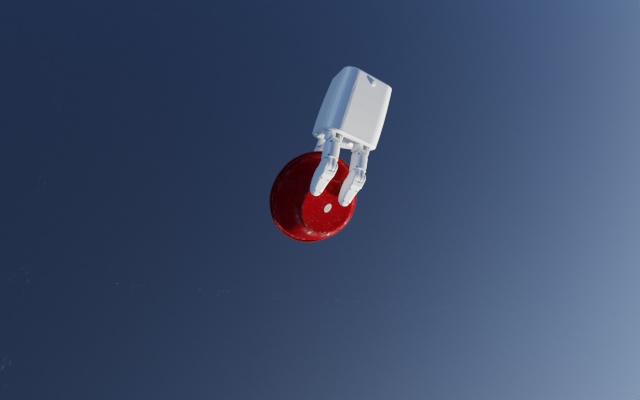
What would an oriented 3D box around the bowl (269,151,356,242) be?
[{"bbox_3d":[0.000,0.004,0.790,0.162,0.162,0.055,0,17,-25],"label":"bowl"}]
